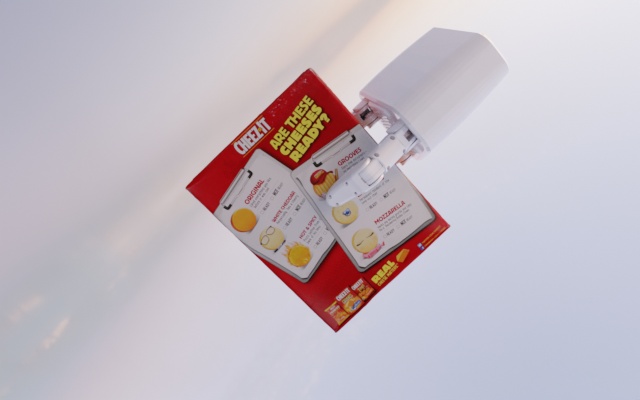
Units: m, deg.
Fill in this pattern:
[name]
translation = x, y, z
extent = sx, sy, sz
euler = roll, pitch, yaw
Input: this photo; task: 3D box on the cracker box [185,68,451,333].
[cracker box]
translation = 0.000, 0.002, 0.493
extent = 0.164, 0.214, 0.072
euler = -43, 13, 2
